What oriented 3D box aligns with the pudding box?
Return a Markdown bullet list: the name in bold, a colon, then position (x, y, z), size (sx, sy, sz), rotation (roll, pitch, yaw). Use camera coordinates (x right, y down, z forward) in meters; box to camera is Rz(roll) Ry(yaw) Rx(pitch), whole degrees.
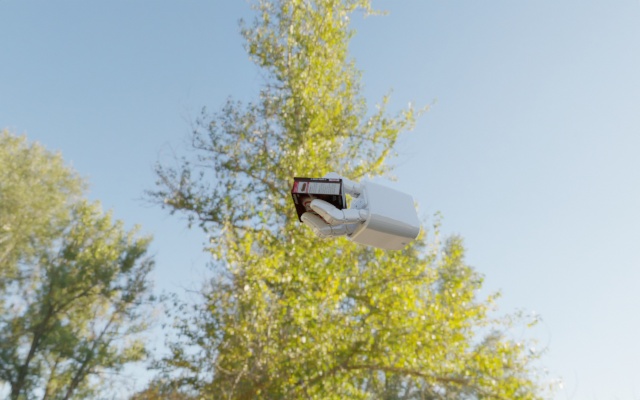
- **pudding box**: position (0.000, 0.003, 0.859), size (0.090, 0.039, 0.114), rotation (2, -32, 9)
